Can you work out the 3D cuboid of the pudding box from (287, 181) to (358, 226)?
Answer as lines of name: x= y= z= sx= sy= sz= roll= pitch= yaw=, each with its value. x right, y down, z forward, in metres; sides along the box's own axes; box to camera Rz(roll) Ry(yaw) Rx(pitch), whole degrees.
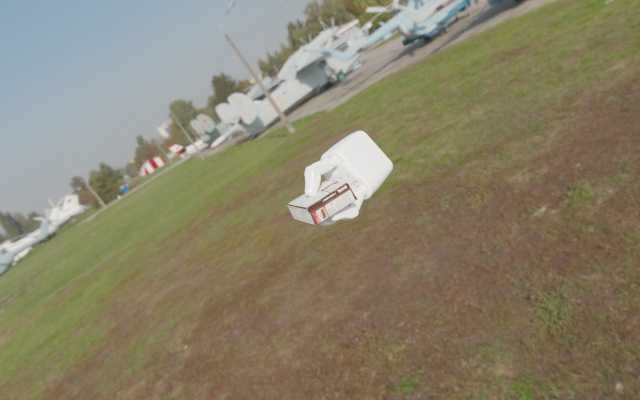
pudding box: x=0.000 y=0.003 z=0.845 sx=0.090 sy=0.039 sz=0.113 roll=-33 pitch=13 yaw=-16
